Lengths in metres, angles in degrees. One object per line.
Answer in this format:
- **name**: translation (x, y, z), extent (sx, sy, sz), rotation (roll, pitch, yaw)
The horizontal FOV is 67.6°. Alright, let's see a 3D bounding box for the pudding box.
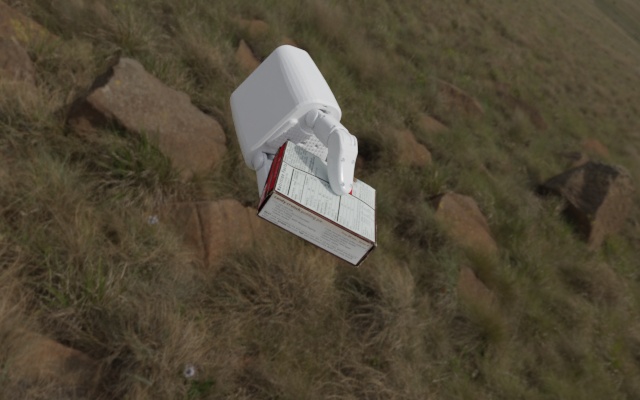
- **pudding box**: translation (0.000, 0.001, 0.462), extent (0.113, 0.039, 0.090), rotation (27, 36, -14)
